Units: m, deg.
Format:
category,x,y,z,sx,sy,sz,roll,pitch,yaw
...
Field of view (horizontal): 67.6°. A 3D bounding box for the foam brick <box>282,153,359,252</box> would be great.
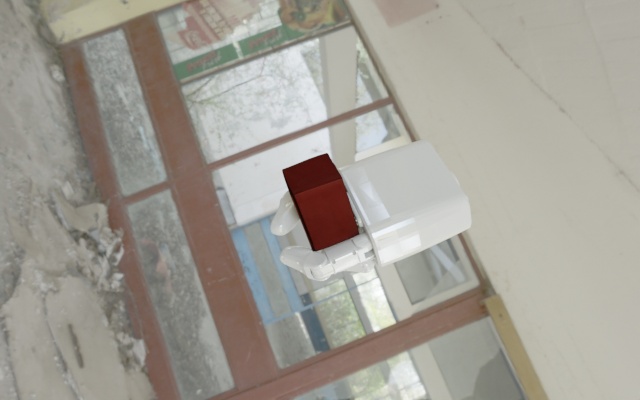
category,x,y,z,sx,sy,sz,roll,pitch,yaw
foam brick,0.000,0.001,0.481,0.051,0.078,0.053,-21,37,-2
